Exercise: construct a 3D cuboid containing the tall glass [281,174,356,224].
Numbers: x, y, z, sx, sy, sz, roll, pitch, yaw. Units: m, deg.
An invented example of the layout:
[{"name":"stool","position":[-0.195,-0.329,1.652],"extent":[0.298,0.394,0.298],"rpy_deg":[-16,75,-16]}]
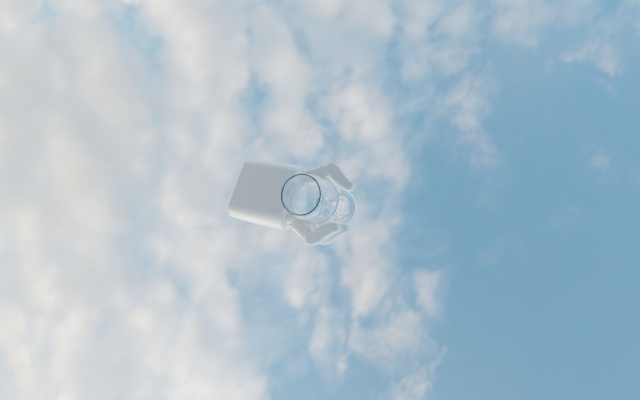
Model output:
[{"name":"tall glass","position":[0.000,0.003,0.785],"extent":[0.079,0.079,0.201],"rpy_deg":[0,-6,17]}]
